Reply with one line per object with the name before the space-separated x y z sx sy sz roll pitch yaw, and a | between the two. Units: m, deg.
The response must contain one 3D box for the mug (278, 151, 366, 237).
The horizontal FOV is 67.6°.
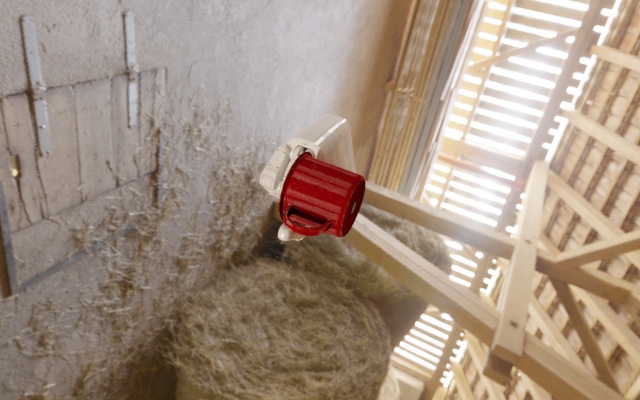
mug | 0.000 0.003 0.583 0.081 0.093 0.117 20 40 16
